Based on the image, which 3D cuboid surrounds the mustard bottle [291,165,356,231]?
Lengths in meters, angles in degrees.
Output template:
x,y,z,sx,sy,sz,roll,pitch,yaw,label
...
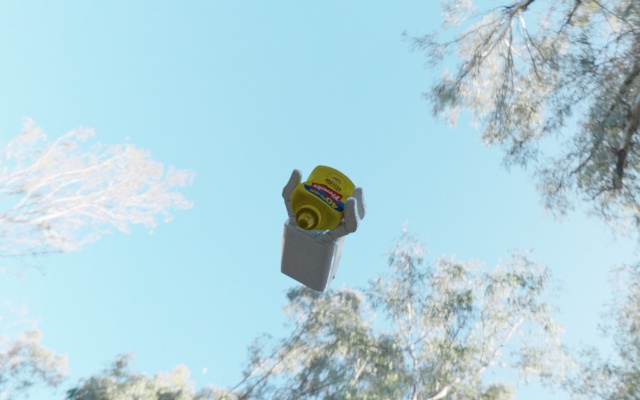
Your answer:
x,y,z,sx,sy,sz,roll,pitch,yaw,label
0.000,0.002,0.824,0.096,0.058,0.191,36,28,1,mustard bottle
